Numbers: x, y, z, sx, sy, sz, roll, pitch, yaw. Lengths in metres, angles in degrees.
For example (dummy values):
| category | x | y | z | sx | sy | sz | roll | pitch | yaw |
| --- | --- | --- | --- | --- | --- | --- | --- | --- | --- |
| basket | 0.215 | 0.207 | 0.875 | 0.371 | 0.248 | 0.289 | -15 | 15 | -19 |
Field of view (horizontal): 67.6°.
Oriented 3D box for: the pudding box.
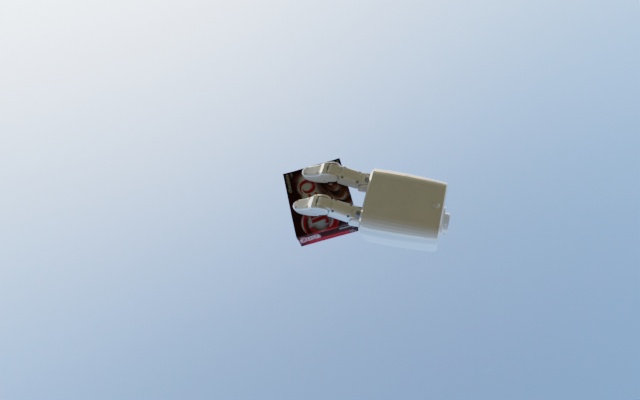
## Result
| category | x | y | z | sx | sy | sz | roll | pitch | yaw |
| --- | --- | --- | --- | --- | --- | --- | --- | --- | --- |
| pudding box | 0.000 | 0.002 | 0.698 | 0.090 | 0.113 | 0.039 | -15 | -31 | 1 |
